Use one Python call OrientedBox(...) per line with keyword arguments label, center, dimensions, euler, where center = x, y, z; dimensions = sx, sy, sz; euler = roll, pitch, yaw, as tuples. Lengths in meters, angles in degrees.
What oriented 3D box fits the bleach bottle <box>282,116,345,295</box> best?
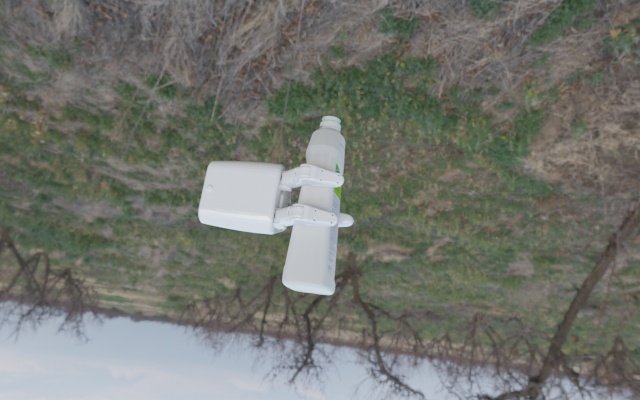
OrientedBox(label="bleach bottle", center=(0.000, 0.002, 0.684), dimensions=(0.068, 0.250, 0.103), euler=(5, -16, 10))
